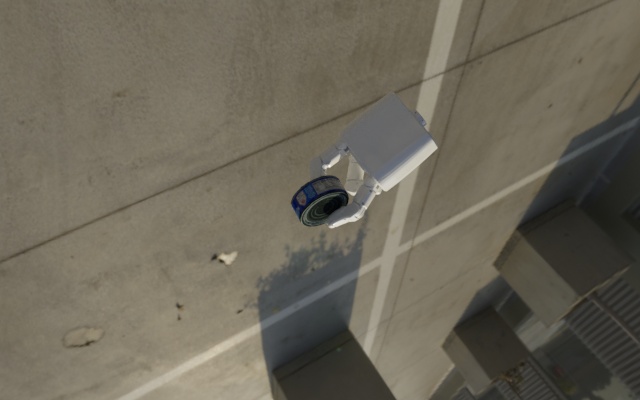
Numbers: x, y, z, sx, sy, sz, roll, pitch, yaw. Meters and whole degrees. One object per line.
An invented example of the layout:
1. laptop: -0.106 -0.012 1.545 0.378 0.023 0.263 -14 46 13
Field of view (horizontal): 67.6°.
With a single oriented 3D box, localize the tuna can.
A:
1. tuna can: 0.000 0.003 0.733 0.086 0.033 0.086 -23 -30 -14
